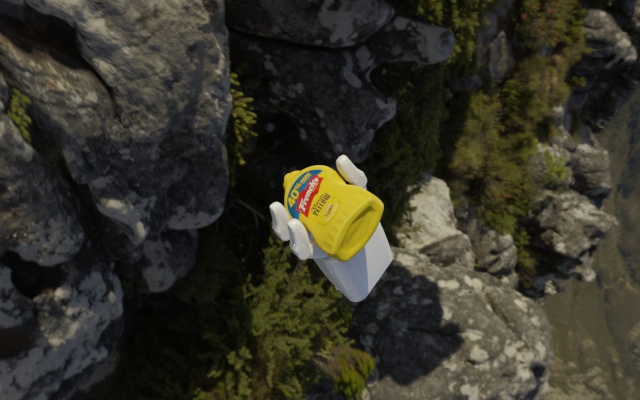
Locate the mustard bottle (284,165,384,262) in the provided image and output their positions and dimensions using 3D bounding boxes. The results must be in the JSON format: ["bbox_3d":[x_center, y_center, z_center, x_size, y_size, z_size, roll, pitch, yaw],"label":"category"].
[{"bbox_3d":[0.000,0.002,0.673,0.058,0.096,0.191,30,4,-39],"label":"mustard bottle"}]
